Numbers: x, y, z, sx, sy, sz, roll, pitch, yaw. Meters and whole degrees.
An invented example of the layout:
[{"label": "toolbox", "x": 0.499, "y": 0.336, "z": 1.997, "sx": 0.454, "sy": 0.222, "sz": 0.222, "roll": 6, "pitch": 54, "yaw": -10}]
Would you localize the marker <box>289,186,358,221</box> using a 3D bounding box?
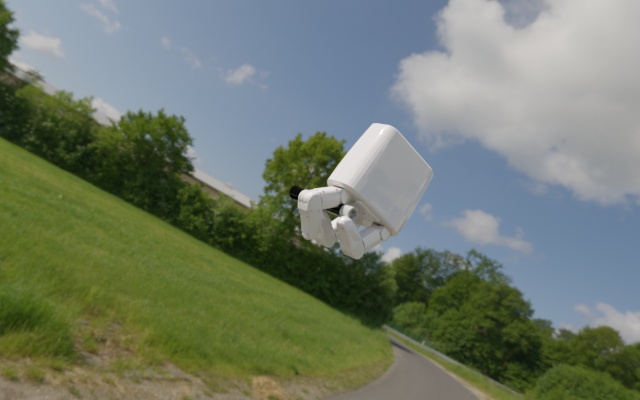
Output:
[{"label": "marker", "x": 0.000, "y": 0.002, "z": 0.625, "sx": 0.020, "sy": 0.020, "sz": 0.121, "roll": 0, "pitch": 14, "yaw": -43}]
